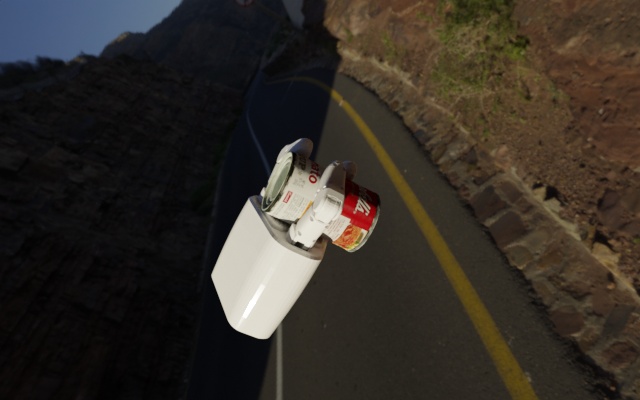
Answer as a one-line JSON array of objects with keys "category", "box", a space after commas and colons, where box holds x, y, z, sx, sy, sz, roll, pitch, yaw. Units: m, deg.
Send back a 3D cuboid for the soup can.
[{"category": "soup can", "box": [0.000, 0.001, 0.485, 0.102, 0.068, 0.068, 26, -8, -18]}]
